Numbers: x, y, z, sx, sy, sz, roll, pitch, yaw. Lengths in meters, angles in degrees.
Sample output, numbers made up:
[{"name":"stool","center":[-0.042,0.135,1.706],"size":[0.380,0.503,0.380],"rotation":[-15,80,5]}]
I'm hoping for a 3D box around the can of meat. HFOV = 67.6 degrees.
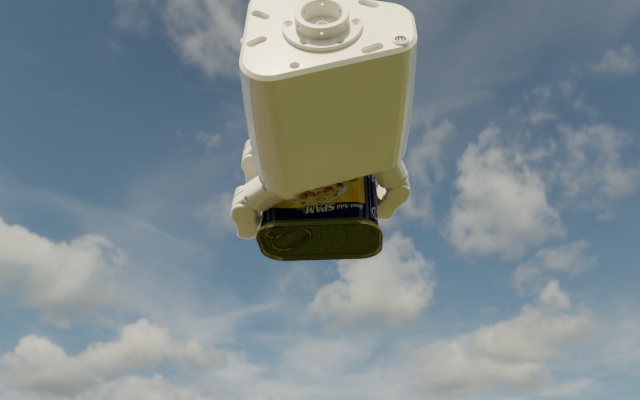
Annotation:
[{"name":"can of meat","center":[0.000,0.001,0.411],"size":[0.102,0.084,0.057],"rotation":[-3,-35,5]}]
